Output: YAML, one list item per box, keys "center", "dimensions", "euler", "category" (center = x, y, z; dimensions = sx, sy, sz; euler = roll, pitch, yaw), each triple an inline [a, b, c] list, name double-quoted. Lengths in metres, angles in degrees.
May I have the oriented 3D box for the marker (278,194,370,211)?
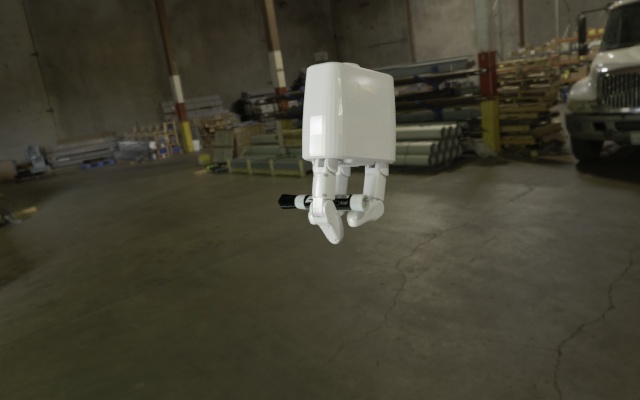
- center: [0.000, 0.002, 0.557]
  dimensions: [0.121, 0.020, 0.020]
  euler: [1, 0, 34]
  category: "marker"
